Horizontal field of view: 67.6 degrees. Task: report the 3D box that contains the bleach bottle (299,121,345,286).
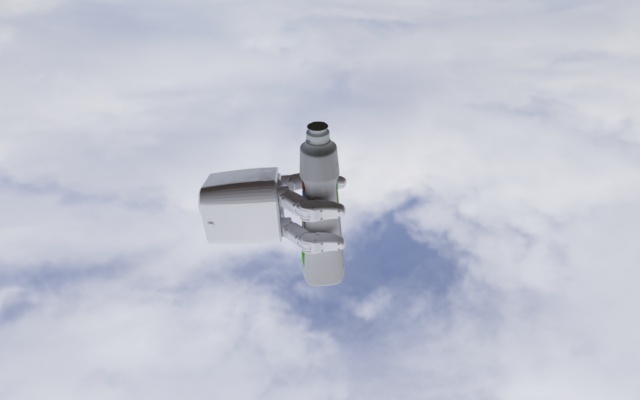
[{"bbox_3d":[0.000,0.002,0.689,0.068,0.251,0.102,-3,35,-2],"label":"bleach bottle"}]
